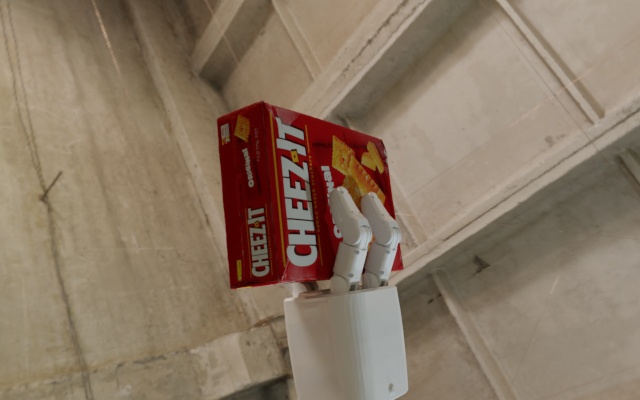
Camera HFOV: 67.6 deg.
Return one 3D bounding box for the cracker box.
[{"bbox_3d":[0.000,0.002,0.504,0.072,0.164,0.214,-14,-12,36],"label":"cracker box"}]
